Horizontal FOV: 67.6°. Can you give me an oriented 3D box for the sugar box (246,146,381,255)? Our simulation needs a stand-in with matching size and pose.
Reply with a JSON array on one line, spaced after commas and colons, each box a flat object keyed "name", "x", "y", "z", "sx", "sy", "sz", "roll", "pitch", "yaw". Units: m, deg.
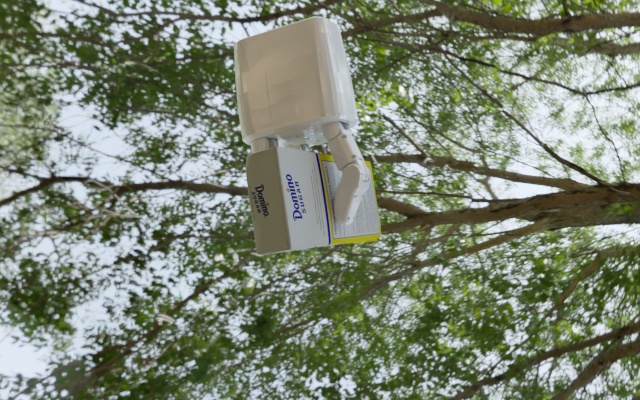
[{"name": "sugar box", "x": 0.000, "y": 0.002, "z": 0.486, "sx": 0.048, "sy": 0.093, "sz": 0.176, "roll": -13, "pitch": -8, "yaw": 35}]
